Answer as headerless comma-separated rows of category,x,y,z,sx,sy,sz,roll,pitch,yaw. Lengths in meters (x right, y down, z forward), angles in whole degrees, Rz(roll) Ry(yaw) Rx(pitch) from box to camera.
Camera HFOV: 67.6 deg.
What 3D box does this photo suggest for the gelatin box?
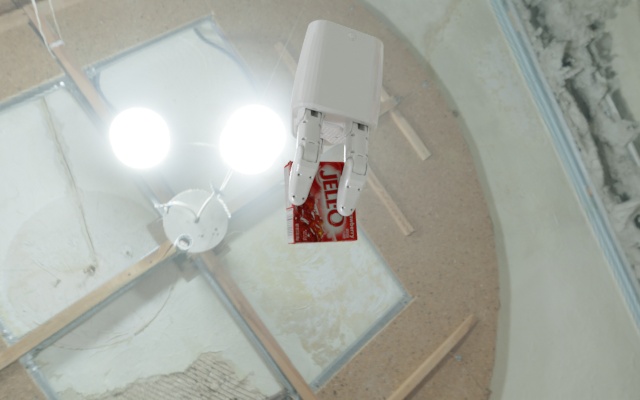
gelatin box,0.000,0.002,0.521,0.073,0.089,0.030,-1,-6,-20
